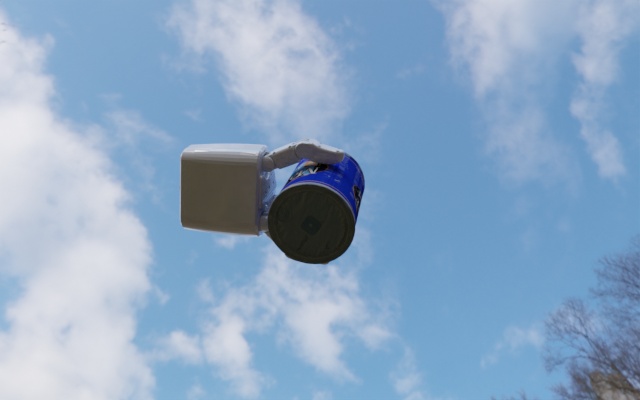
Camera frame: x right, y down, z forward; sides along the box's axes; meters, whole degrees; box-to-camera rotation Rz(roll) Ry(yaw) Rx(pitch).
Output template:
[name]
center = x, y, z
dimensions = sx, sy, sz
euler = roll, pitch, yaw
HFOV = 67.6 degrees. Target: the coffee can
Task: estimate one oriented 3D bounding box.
[coffee can]
center = 0.000, 0.002, 0.608
dimensions = 0.103, 0.103, 0.140
euler = 0, 23, 10
